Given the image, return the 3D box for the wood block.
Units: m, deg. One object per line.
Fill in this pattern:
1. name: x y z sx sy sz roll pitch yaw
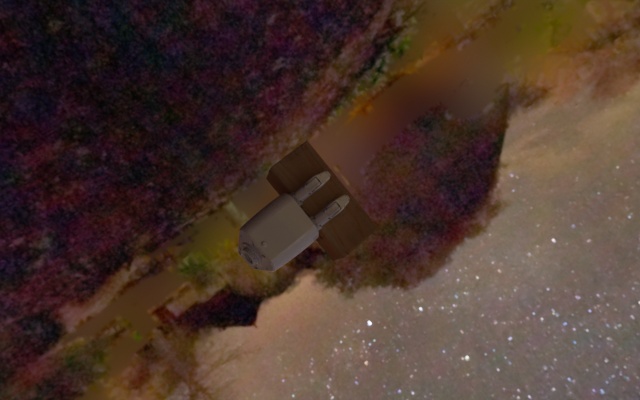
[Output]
1. wood block: 0.000 0.003 0.897 0.090 0.206 0.091 -39 0 -15
